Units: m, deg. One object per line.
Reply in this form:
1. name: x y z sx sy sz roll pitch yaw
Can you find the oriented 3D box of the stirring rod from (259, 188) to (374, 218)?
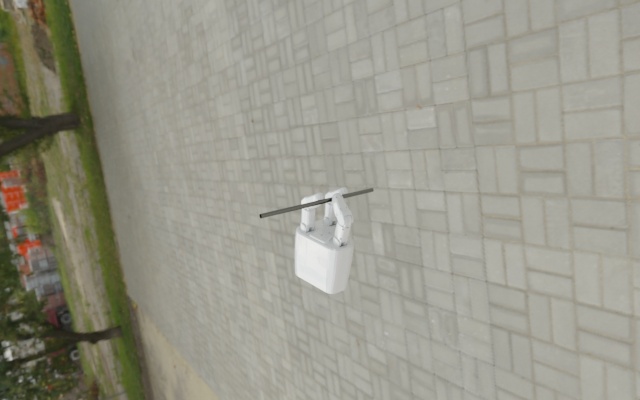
1. stirring rod: 0.000 0.003 0.854 0.239 0.011 0.011 -13 7 -32
